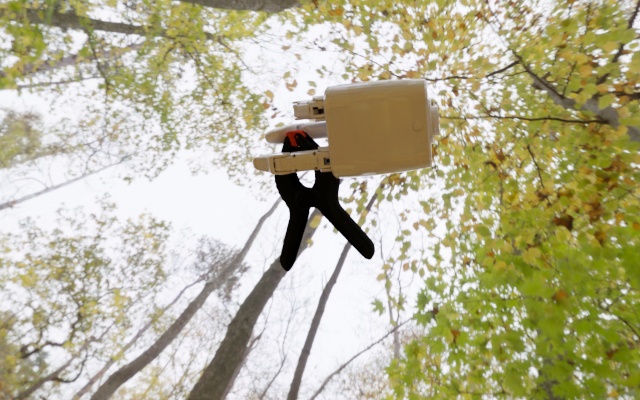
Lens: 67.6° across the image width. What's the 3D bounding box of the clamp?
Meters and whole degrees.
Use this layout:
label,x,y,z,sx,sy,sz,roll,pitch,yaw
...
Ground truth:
label,x,y,z,sx,sy,sz,roll,pitch,yaw
clamp,0.000,0.002,0.560,0.120,0.171,0.039,-3,13,14
